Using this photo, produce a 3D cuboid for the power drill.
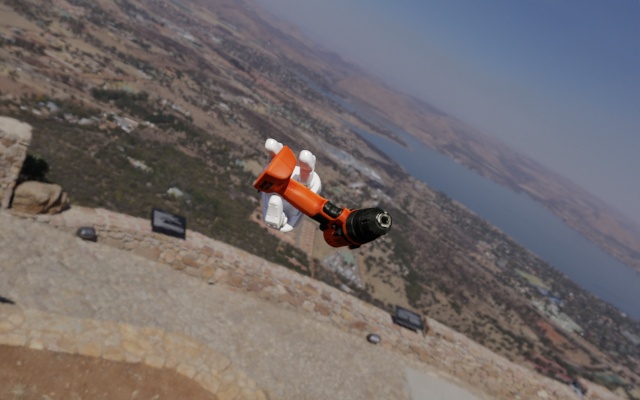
[{"bbox_3d":[0.000,0.002,0.704,0.188,0.057,0.184,38,-23,-10],"label":"power drill"}]
